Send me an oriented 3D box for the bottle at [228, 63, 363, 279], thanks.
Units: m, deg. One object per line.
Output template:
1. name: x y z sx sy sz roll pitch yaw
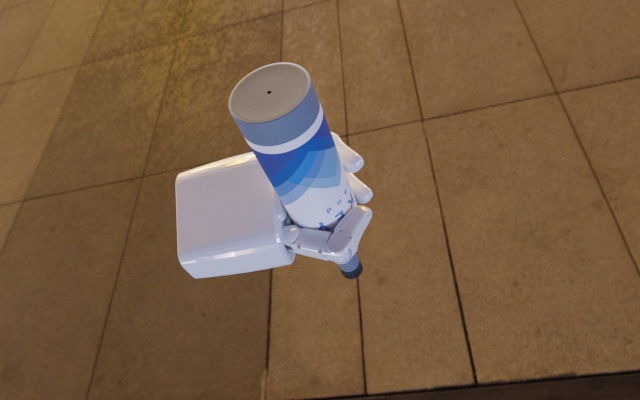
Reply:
1. bottle: 0.000 0.001 0.473 0.069 0.069 0.296 0 -34 19
